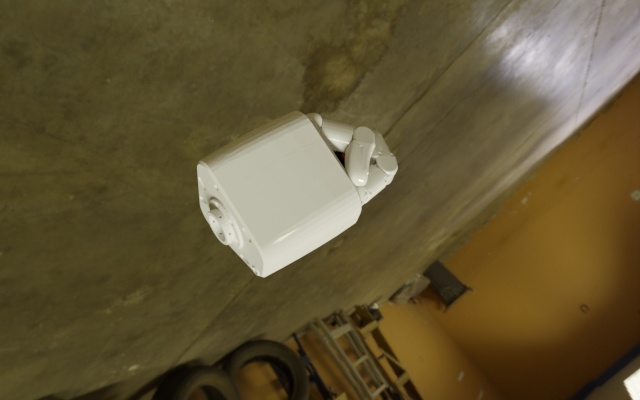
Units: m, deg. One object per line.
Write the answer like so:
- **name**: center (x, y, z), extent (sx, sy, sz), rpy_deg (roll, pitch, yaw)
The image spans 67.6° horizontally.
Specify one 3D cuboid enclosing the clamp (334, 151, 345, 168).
- **clamp**: center (0.001, 0.002, 0.536), extent (0.120, 0.039, 0.172), rpy_deg (-31, -23, -27)
